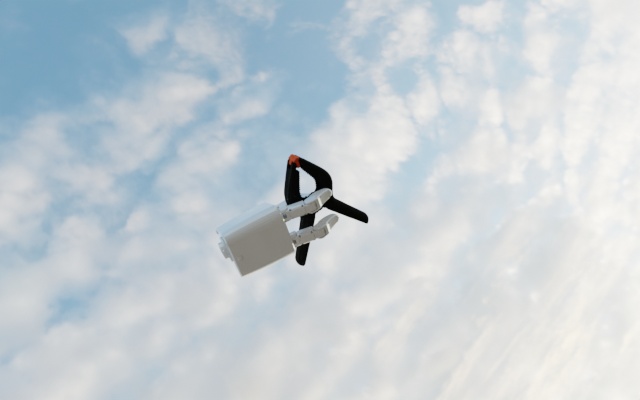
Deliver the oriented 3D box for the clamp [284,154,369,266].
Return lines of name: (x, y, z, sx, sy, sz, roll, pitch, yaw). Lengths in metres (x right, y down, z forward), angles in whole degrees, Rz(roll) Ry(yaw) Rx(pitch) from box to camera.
clamp: (-0.001, 0.002, 0.879, 0.164, 0.210, 0.036, -27, 29, -16)
